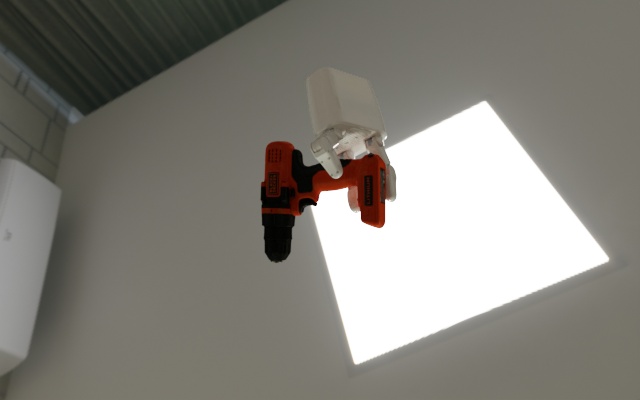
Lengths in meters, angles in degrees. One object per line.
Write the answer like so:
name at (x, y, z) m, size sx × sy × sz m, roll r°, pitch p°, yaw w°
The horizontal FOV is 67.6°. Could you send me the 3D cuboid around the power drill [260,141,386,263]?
power drill at (0.001, 0.002, 0.701) m, size 0.187 × 0.184 × 0.057 m, roll 0°, pitch -1°, yaw 18°
